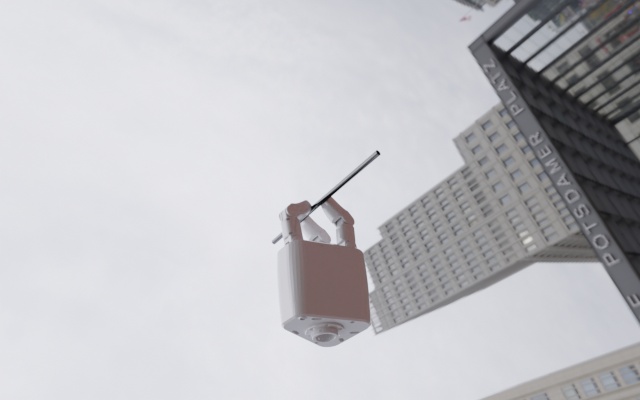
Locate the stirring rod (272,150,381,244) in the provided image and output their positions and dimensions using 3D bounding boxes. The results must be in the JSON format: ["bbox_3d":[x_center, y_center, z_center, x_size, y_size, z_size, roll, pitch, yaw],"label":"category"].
[{"bbox_3d":[0.000,0.002,0.681,0.011,0.011,0.240,0,-32,-46],"label":"stirring rod"}]
